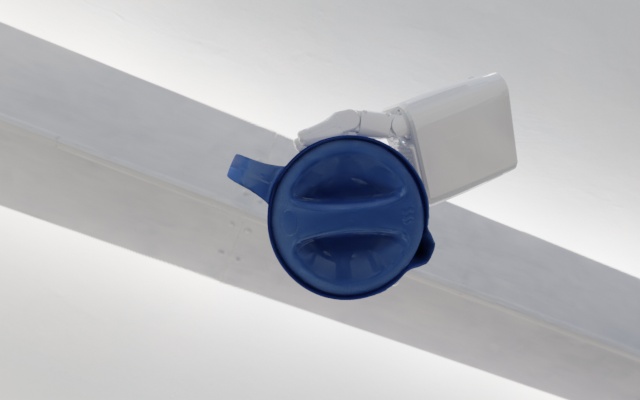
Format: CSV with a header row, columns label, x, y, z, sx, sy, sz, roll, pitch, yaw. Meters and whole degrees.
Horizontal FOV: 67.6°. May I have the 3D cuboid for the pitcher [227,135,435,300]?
label,x,y,z,sx,sy,sz,roll,pitch,yaw
pitcher,0.000,0.002,0.493,0.145,0.149,0.243,-23,7,-5
